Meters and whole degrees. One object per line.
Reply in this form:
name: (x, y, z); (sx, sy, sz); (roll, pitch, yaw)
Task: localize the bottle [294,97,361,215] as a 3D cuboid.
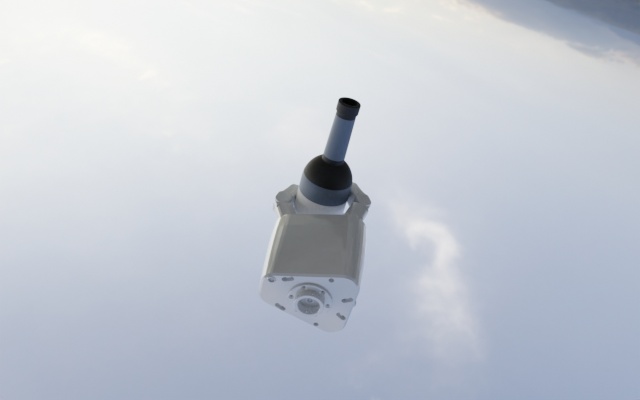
bottle: (0.000, 0.002, 0.638); (0.069, 0.296, 0.069); (11, 35, -8)
